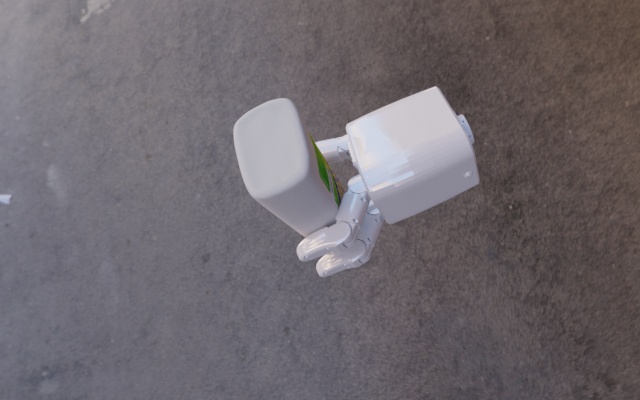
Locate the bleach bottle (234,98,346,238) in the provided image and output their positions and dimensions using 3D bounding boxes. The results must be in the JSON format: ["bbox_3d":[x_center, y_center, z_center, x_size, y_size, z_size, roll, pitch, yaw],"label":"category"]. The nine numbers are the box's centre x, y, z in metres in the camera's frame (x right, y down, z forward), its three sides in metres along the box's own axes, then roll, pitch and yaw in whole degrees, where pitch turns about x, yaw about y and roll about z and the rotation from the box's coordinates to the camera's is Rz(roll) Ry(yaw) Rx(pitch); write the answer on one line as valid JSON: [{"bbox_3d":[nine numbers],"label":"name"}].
[{"bbox_3d":[0.000,0.002,0.523,0.068,0.102,0.251,-23,-30,12],"label":"bleach bottle"}]
